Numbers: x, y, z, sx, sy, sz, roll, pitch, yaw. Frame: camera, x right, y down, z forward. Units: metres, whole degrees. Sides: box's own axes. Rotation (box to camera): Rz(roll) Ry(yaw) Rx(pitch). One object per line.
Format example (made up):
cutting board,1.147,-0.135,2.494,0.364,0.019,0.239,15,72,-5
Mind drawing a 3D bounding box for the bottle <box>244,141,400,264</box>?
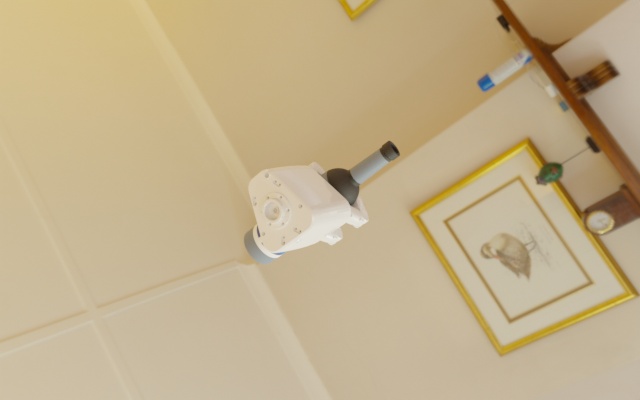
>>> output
bottle,0.000,0.003,0.753,0.296,0.069,0.069,-36,-18,26
